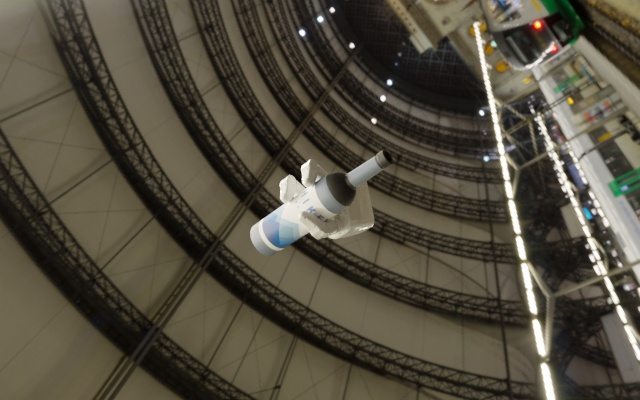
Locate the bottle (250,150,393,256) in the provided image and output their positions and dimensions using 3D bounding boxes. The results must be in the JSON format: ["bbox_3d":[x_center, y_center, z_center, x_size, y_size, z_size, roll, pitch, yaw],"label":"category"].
[{"bbox_3d":[0.000,0.003,0.821,0.296,0.069,0.069,-34,-18,30],"label":"bottle"}]
